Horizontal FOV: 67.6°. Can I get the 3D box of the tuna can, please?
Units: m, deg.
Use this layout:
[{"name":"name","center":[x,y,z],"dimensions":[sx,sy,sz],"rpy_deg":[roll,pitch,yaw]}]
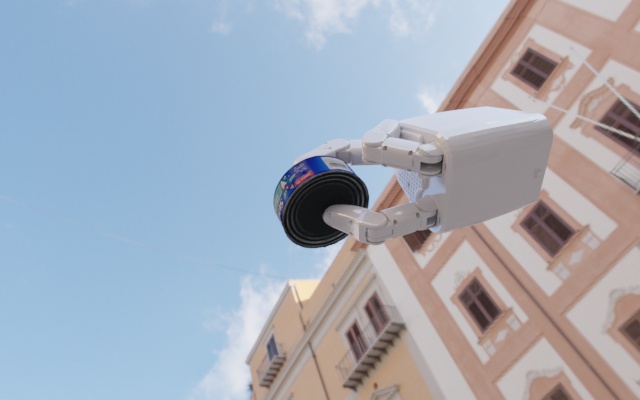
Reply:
[{"name":"tuna can","center":[0.000,0.001,0.447],"dimensions":[0.086,0.086,0.033],"rpy_deg":[0,34,-27]}]
